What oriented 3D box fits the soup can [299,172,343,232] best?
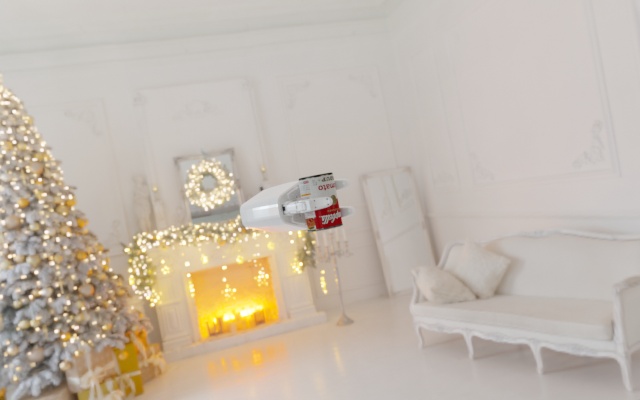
[{"bbox_3d":[0.000,0.003,0.898,0.068,0.102,0.068,-11,1,0],"label":"soup can"}]
